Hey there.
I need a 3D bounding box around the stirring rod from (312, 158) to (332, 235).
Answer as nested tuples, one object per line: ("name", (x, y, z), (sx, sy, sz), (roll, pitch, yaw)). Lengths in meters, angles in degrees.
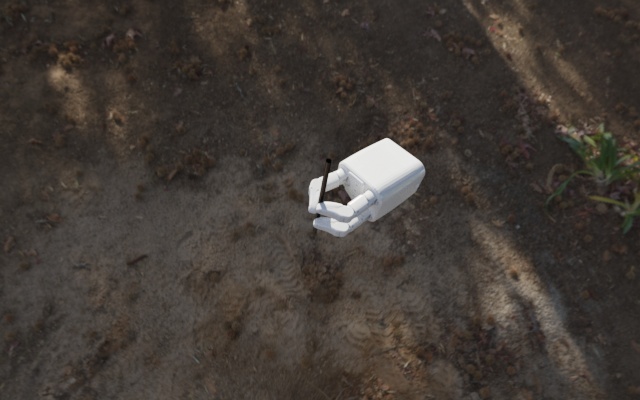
("stirring rod", (0.000, 0.002, 0.766), (0.011, 0.011, 0.240), (0, -29, -6))
